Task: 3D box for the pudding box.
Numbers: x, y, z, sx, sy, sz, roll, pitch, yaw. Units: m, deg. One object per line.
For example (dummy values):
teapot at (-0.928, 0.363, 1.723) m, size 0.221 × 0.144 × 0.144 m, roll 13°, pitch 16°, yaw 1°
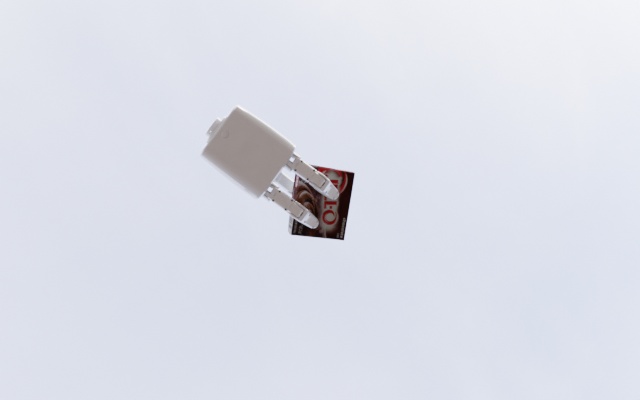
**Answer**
pudding box at (0.000, 0.002, 0.758) m, size 0.090 × 0.113 × 0.039 m, roll 7°, pitch 6°, yaw -17°
